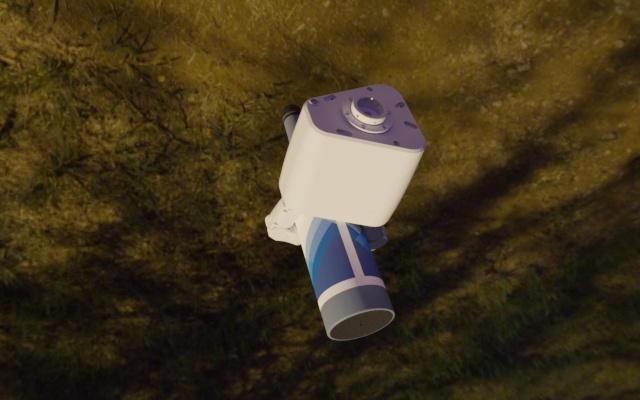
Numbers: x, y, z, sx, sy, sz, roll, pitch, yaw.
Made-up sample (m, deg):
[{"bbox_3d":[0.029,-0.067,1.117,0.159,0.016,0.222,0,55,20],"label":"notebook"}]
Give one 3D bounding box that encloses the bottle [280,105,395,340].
[{"bbox_3d":[0.000,0.002,0.528,0.069,0.295,0.069,-12,-35,-9],"label":"bottle"}]
